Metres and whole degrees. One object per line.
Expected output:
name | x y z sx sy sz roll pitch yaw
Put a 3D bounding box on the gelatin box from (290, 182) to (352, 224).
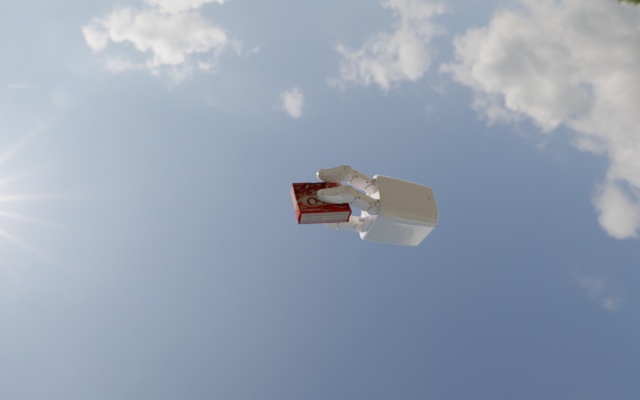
gelatin box | 0.000 0.003 0.794 0.089 0.030 0.073 -2 45 -16
